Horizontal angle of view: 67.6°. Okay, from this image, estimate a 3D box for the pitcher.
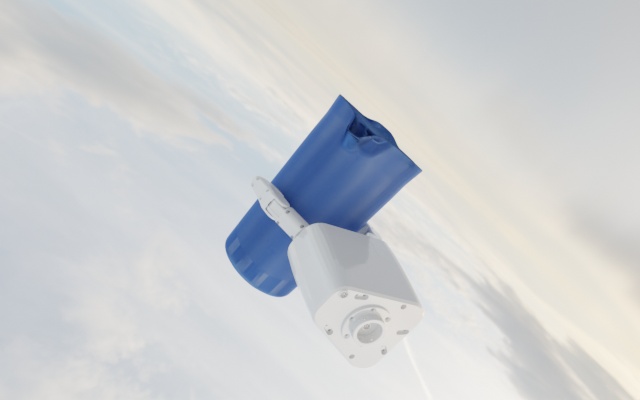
[{"bbox_3d":[0.000,0.002,0.597,0.149,0.243,0.145,35,14,-31],"label":"pitcher"}]
